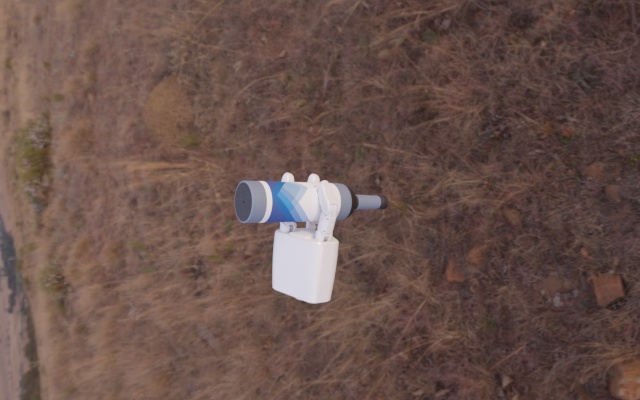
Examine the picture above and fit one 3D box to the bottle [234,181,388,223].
[{"bbox_3d":[0.000,0.003,0.829,0.296,0.069,0.069,0,0,-35],"label":"bottle"}]
